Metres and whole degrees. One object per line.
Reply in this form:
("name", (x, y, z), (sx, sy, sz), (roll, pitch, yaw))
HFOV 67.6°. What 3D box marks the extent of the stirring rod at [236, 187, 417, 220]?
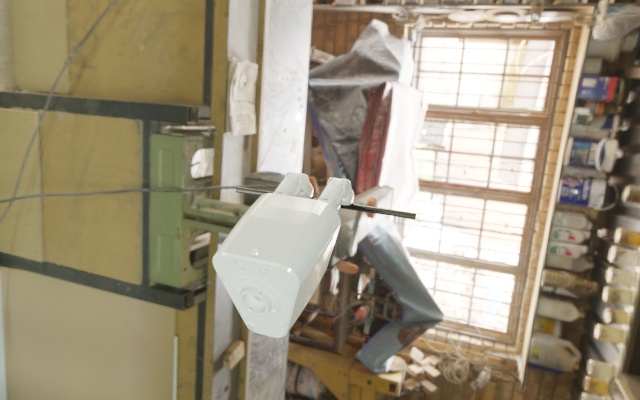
("stirring rod", (0.000, 0.002, 0.602), (0.239, 0.011, 0.011), (8, 3, 20))
